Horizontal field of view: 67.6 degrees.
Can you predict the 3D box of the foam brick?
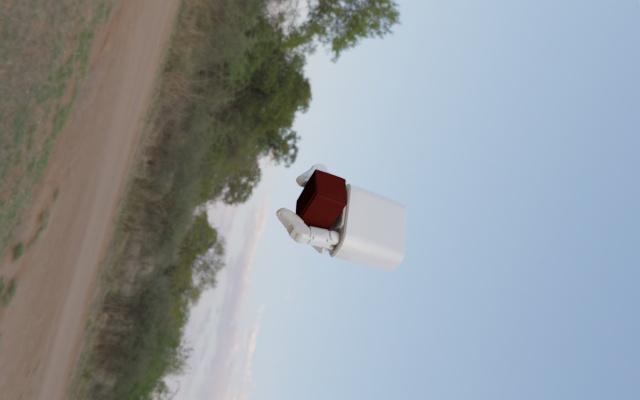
[{"bbox_3d":[0.000,0.002,0.707,0.051,0.053,0.078,17,-46,-17],"label":"foam brick"}]
